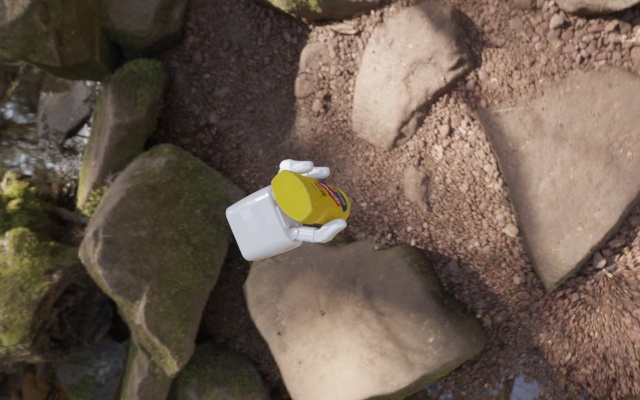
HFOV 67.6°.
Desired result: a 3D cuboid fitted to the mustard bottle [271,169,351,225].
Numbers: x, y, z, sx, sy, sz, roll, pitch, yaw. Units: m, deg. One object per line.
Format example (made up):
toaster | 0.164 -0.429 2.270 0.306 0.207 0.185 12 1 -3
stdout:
mustard bottle | 0.000 0.003 0.835 0.096 0.058 0.191 51 19 26
